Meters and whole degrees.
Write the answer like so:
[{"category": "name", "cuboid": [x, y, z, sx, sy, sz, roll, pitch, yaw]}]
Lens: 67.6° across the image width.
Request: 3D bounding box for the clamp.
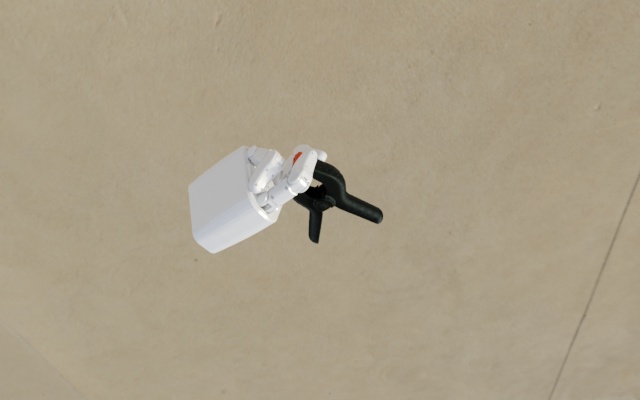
[{"category": "clamp", "cuboid": [0.000, 0.003, 0.686, 0.120, 0.039, 0.171, -31, -53, 20]}]
